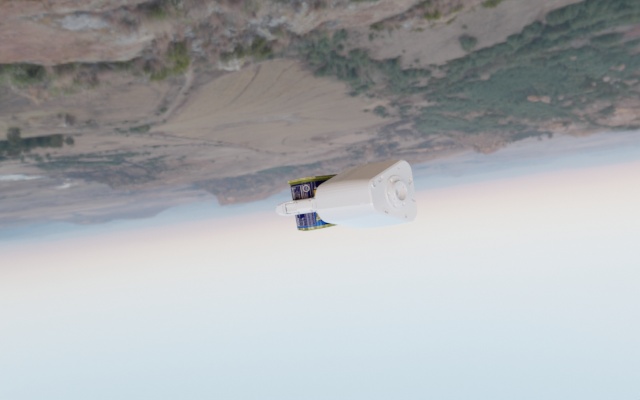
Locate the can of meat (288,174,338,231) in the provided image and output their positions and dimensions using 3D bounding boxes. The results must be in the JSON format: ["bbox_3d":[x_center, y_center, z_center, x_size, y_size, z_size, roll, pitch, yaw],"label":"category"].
[{"bbox_3d":[0.000,0.003,0.790,0.057,0.084,0.102,-9,0,43],"label":"can of meat"}]
